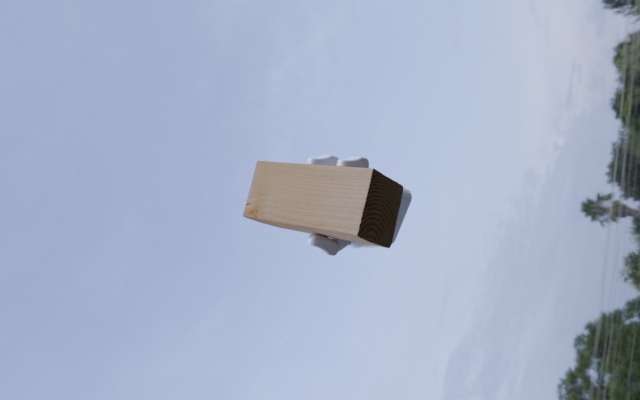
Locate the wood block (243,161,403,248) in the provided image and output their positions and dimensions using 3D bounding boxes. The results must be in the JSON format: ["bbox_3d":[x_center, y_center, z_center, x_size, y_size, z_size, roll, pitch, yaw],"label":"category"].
[{"bbox_3d":[0.000,0.003,0.683,0.206,0.091,0.090,7,-10,38],"label":"wood block"}]
